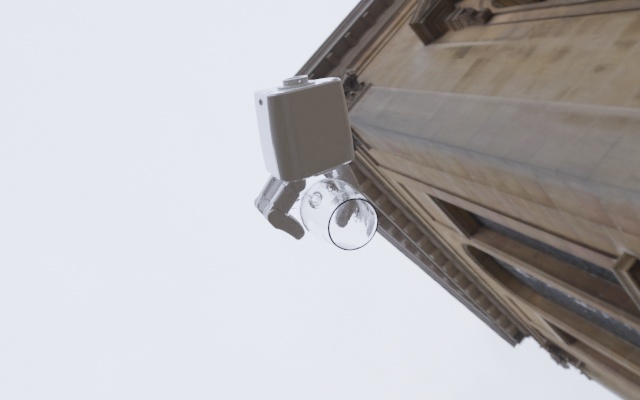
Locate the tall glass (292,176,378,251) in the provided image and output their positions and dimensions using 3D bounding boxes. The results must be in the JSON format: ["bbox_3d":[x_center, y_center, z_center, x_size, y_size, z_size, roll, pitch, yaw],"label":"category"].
[{"bbox_3d":[0.000,0.002,0.617,0.079,0.079,0.201,0,15,-23],"label":"tall glass"}]
